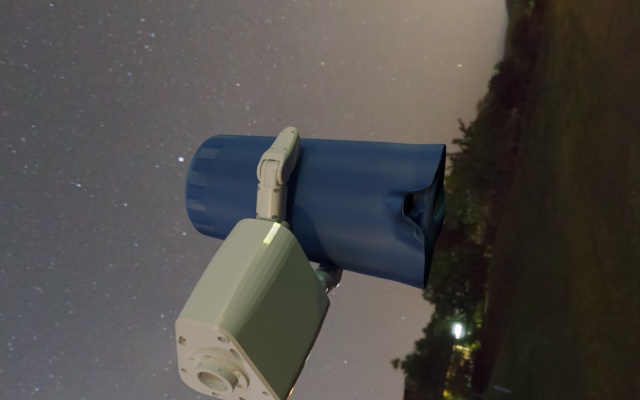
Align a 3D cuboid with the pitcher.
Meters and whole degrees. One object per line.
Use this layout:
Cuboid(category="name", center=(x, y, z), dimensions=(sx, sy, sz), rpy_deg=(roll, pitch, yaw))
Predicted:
Cuboid(category="pitcher", center=(0.000, 0.002, 0.478), dimensions=(0.243, 0.149, 0.145), rpy_deg=(8, 42, 17))
